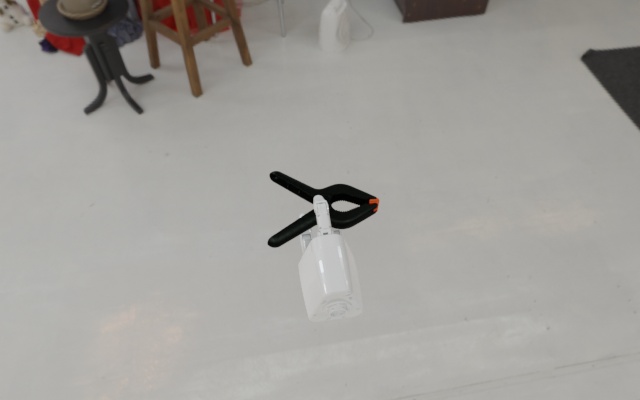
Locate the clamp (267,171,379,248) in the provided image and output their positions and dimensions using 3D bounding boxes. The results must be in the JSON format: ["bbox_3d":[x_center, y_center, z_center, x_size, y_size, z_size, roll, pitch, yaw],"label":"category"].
[{"bbox_3d":[0.001,0.003,0.877,0.210,0.164,0.036,-7,-35,-6],"label":"clamp"}]
